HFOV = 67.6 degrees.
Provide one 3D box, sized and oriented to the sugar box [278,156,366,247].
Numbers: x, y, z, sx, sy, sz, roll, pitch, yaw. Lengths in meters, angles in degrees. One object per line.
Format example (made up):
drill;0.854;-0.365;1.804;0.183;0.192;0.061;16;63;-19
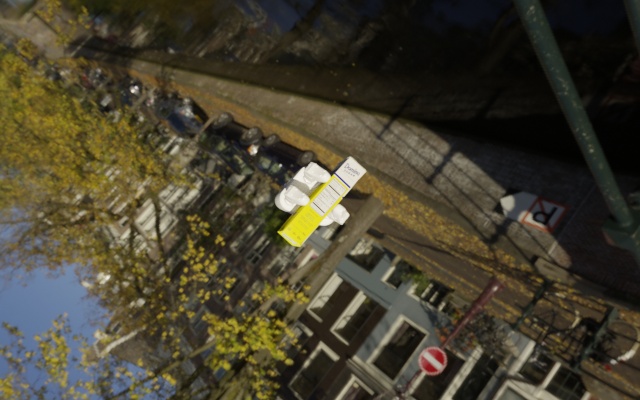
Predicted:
sugar box;0.000;0.003;0.848;0.048;0.176;0.093;40;-10;-6
